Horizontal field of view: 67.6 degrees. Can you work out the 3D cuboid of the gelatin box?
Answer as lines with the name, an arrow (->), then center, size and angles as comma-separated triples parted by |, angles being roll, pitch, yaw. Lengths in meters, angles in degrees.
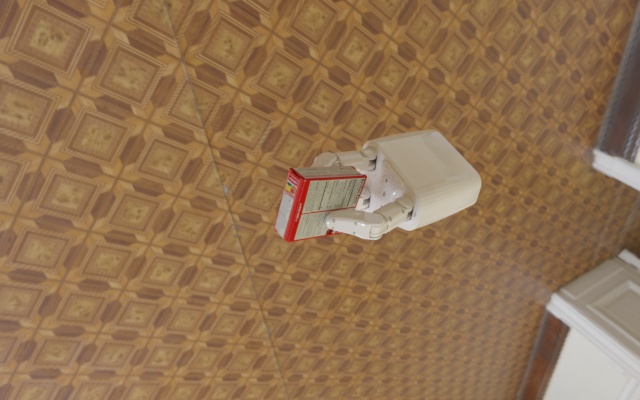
gelatin box -> 0.000, 0.002, 0.505 | 0.089, 0.073, 0.030 | -6, 33, -41
